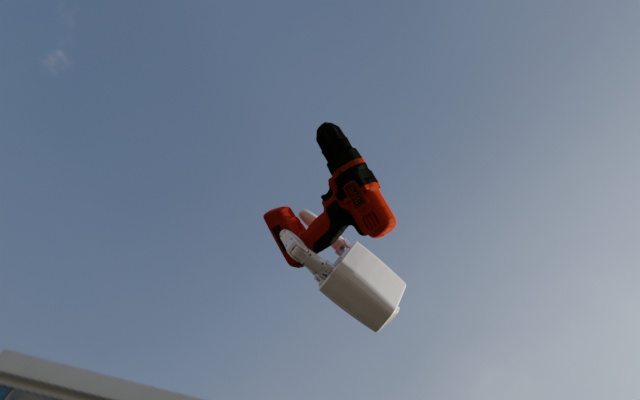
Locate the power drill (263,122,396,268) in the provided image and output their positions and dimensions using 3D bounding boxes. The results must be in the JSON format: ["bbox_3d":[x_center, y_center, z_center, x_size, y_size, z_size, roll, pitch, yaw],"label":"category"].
[{"bbox_3d":[0.000,0.003,0.715,0.188,0.184,0.057,-37,-15,32],"label":"power drill"}]
